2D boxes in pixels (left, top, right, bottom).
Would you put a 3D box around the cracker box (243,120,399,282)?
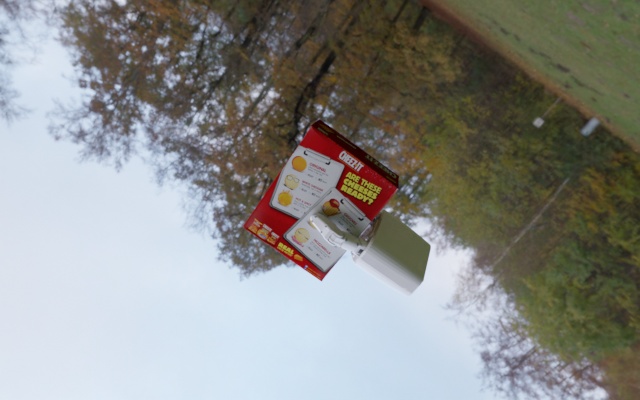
[{"bbox_3d":[0.000,0.003,0.781,0.164,0.214,0.072,35,23,-4],"label":"cracker box"}]
